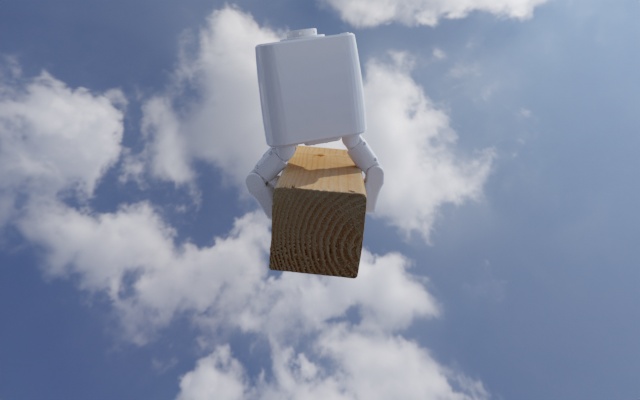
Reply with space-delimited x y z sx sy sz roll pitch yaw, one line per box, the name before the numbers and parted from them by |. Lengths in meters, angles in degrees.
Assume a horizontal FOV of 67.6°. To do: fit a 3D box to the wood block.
wood block | 0.000 0.001 0.556 0.091 0.090 0.206 5 18 1
